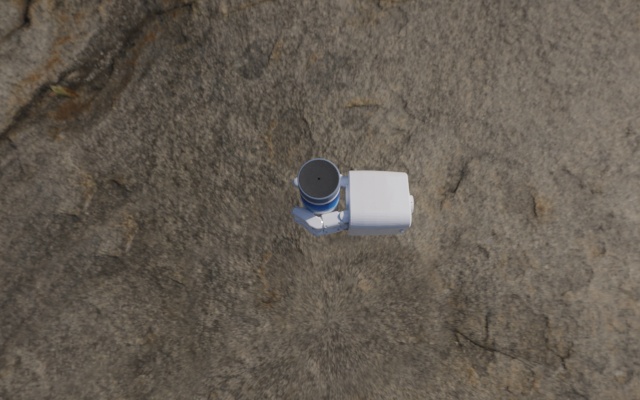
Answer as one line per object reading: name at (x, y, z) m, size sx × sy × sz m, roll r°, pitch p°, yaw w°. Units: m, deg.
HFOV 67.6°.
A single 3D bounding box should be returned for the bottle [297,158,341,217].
bottle at (0.000, 0.003, 0.871) m, size 0.069 × 0.069 × 0.296 m, roll 0°, pitch -14°, yaw 1°
